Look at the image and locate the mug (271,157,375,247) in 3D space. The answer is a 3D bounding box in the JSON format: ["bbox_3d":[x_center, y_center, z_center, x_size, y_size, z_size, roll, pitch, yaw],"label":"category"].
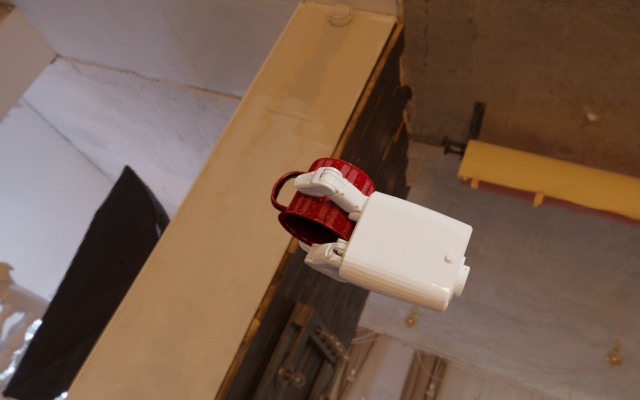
[{"bbox_3d":[-0.001,0.001,0.547,0.117,0.081,0.093,20,-23,17],"label":"mug"}]
